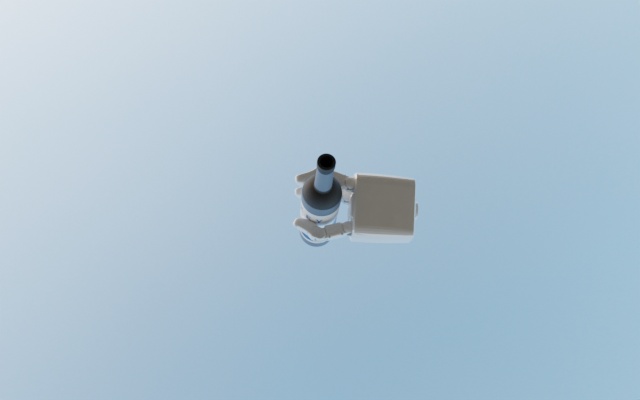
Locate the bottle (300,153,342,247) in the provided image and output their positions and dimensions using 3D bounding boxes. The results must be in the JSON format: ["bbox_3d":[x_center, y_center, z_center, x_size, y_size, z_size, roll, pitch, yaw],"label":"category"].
[{"bbox_3d":[0.000,0.003,0.809,0.069,0.069,0.296,0,-23,-4],"label":"bottle"}]
